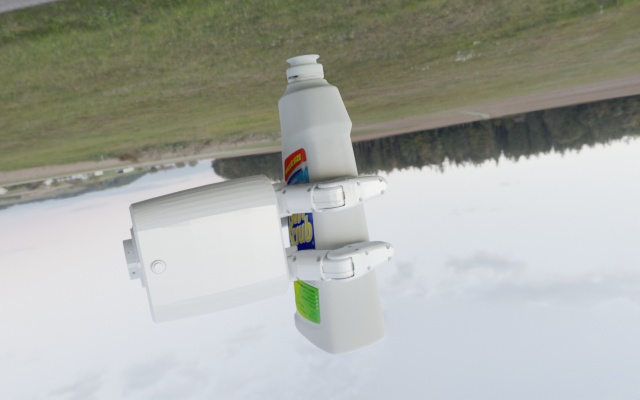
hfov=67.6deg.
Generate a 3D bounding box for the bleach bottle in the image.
[{"bbox_3d":[0.000,0.001,0.430,0.068,0.251,0.102,-12,9,-22],"label":"bleach bottle"}]
